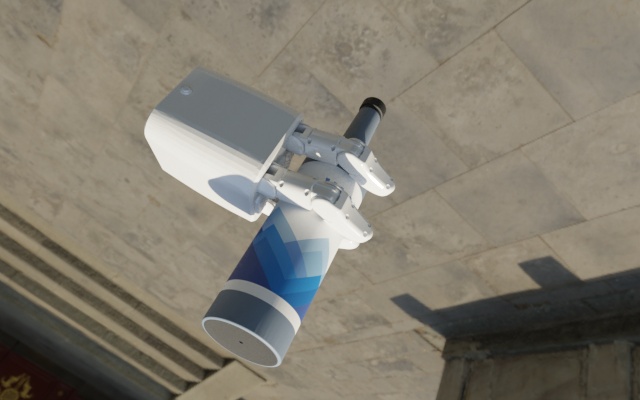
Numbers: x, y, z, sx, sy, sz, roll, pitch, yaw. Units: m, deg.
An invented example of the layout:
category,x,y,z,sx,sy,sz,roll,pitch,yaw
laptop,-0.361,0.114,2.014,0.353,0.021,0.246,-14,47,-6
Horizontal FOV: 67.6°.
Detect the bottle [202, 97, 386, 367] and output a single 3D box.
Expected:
category,x,y,z,sx,sy,sz,roll,pitch,yaw
bottle,0.000,0.002,0.437,0.069,0.295,0.069,19,-37,15
